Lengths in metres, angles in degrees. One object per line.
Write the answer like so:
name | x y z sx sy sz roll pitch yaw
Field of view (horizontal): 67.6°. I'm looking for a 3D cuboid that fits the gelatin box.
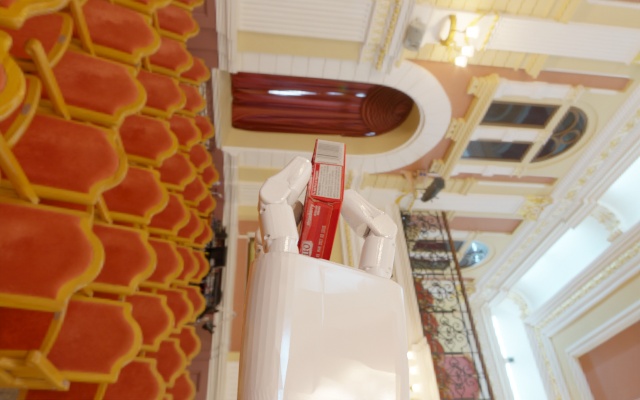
gelatin box | 0.001 0.001 0.410 0.030 0.073 0.089 10 38 -2
